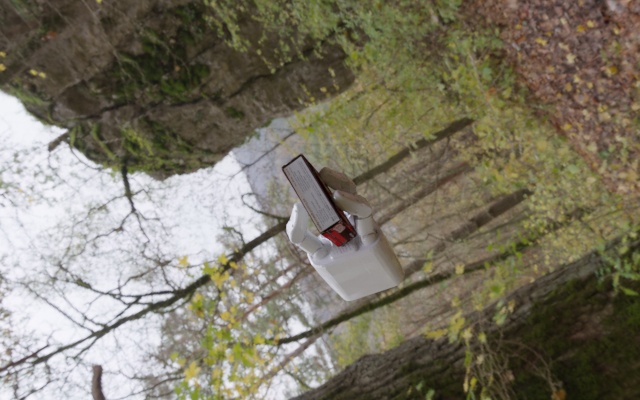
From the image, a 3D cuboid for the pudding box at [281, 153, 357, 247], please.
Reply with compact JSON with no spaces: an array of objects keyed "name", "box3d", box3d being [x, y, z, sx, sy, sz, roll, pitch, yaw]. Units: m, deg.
[{"name":"pudding box","box3d":[0.000,0.002,0.646,0.039,0.113,0.090,-35,-23,4]}]
